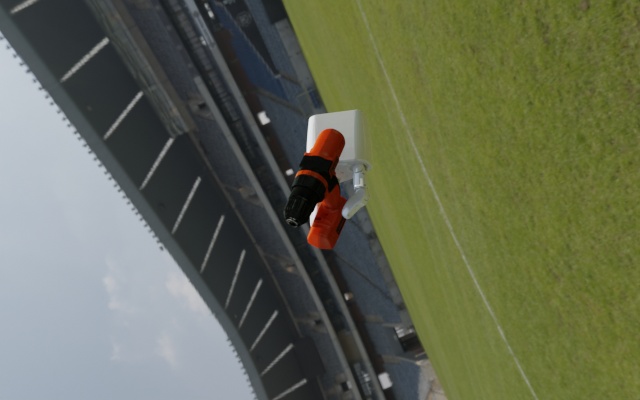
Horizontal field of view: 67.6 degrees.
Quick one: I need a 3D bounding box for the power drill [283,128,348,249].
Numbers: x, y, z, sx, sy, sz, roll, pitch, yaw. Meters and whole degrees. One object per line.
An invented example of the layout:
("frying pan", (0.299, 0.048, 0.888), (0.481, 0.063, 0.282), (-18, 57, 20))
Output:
("power drill", (0.000, 0.003, 0.792), (0.057, 0.184, 0.188), (16, -32, 17))
